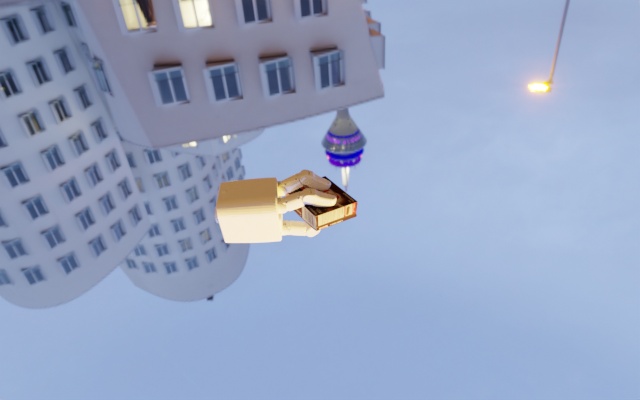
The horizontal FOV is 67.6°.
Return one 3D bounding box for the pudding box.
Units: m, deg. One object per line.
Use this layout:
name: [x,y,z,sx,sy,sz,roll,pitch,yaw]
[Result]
pudding box: [0.000,0.003,0.875,0.090,0.039,0.113,-20,39,-26]
